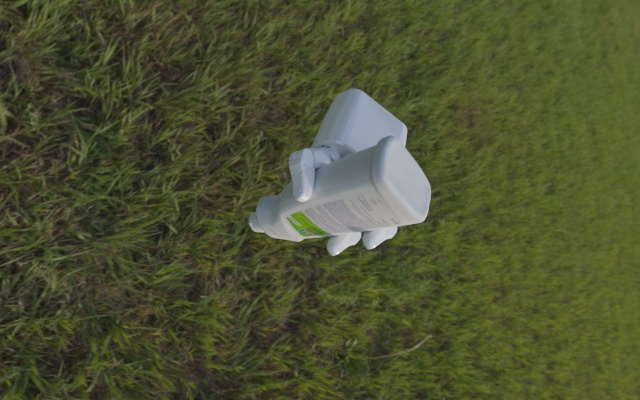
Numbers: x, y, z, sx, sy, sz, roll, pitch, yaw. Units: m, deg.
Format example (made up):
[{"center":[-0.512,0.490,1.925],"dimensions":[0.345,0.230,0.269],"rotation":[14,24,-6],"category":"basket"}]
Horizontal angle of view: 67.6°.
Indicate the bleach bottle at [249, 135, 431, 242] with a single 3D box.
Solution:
[{"center":[0.000,0.002,0.583],"dimensions":[0.251,0.068,0.103],"rotation":[-14,-46,39],"category":"bleach bottle"}]
